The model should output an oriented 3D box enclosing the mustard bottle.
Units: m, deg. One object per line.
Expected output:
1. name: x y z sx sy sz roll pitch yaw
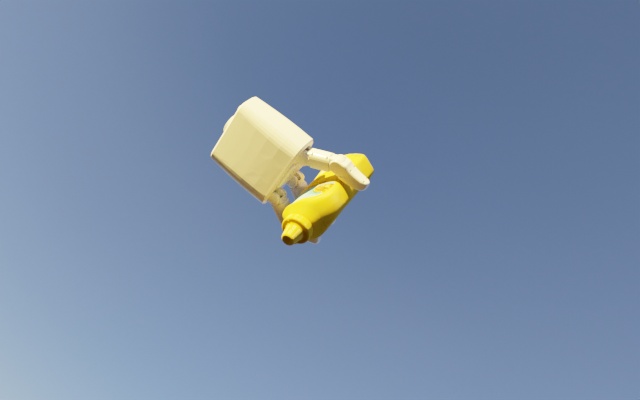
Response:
1. mustard bottle: 0.000 0.002 0.673 0.096 0.058 0.191 -21 17 38
